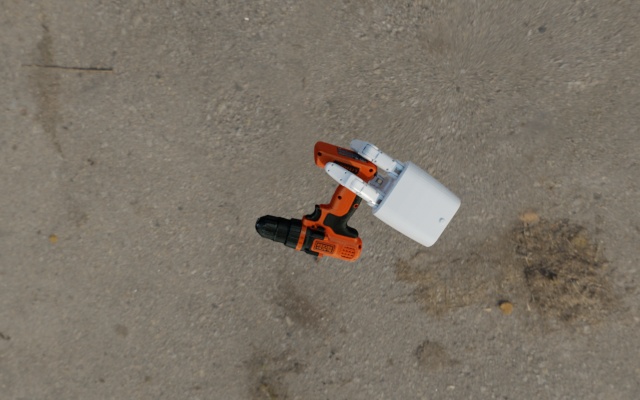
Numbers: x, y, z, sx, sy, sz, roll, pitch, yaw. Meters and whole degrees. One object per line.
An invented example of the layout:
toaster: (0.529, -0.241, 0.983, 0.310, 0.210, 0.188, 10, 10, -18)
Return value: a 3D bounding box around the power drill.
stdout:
power drill: (0.001, 0.002, 0.780, 0.184, 0.188, 0.057, 14, 25, -10)
